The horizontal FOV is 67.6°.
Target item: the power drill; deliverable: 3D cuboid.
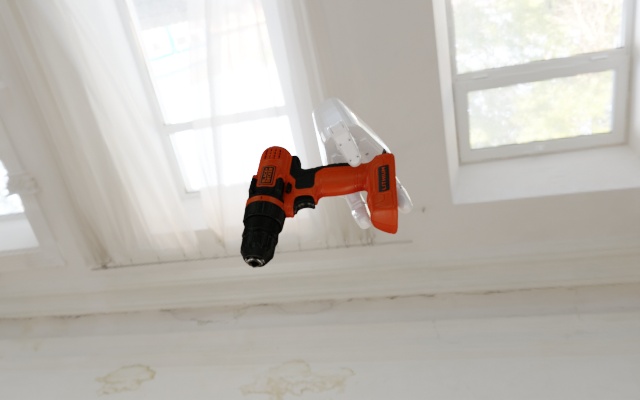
[{"bbox_3d":[0.001,0.002,0.588,0.187,0.184,0.057,0,-40,7],"label":"power drill"}]
